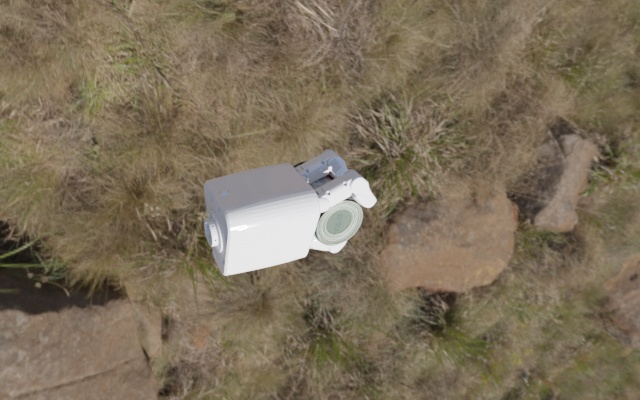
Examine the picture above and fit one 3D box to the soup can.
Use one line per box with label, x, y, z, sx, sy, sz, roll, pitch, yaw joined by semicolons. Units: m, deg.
soup can;0.001;0.002;0.610;0.068;0.068;0.102;0;31;-33
